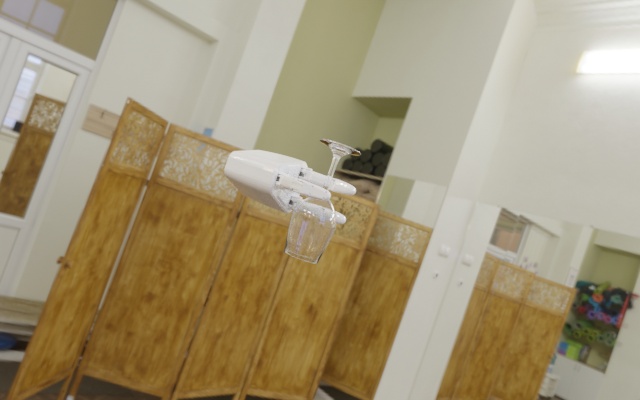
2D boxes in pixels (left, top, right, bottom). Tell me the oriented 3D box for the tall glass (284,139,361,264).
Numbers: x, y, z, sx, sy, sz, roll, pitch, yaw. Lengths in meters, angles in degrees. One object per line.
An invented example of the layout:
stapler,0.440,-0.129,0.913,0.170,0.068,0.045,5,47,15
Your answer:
tall glass,0.000,0.002,0.808,0.079,0.201,0.079,19,-1,1
